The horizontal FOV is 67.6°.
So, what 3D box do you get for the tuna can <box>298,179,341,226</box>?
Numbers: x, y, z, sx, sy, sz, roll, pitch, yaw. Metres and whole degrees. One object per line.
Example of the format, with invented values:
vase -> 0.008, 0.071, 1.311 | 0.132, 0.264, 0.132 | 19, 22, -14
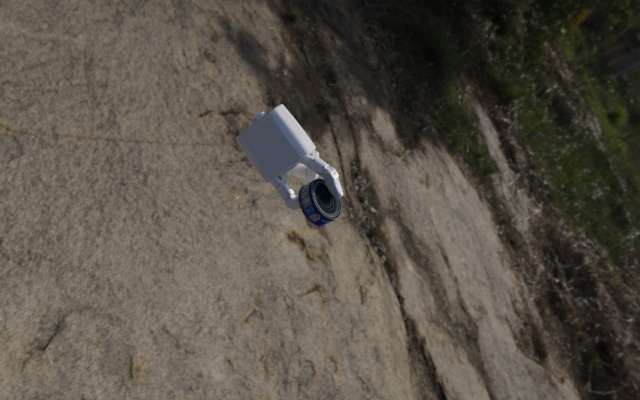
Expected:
tuna can -> 0.001, 0.003, 0.896 | 0.034, 0.086, 0.086 | -27, -17, 35
